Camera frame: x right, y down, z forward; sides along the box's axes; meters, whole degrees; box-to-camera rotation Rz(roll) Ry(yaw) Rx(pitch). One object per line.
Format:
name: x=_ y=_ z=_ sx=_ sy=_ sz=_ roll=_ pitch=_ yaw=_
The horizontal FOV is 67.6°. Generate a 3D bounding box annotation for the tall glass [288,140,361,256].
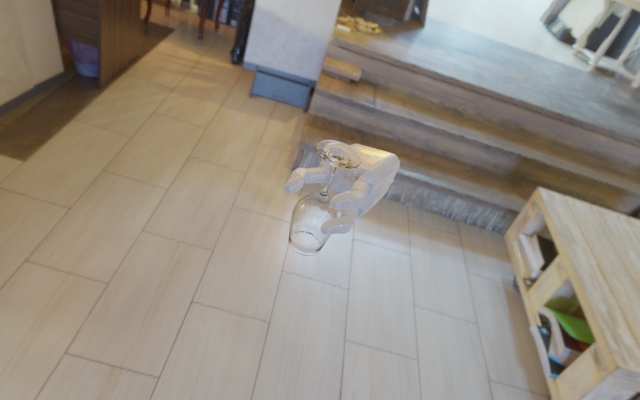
tall glass: x=0.000 y=0.002 z=0.794 sx=0.079 sy=0.201 sz=0.079 roll=13 pitch=37 yaw=-10
